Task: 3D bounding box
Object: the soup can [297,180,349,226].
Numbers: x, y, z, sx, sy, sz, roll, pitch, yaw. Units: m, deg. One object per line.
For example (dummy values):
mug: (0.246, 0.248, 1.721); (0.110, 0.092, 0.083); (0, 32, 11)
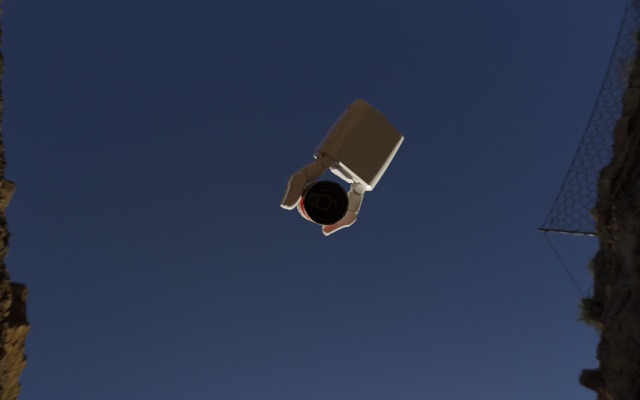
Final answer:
soup can: (0.000, 0.003, 0.762); (0.068, 0.068, 0.102); (0, 1, -11)
